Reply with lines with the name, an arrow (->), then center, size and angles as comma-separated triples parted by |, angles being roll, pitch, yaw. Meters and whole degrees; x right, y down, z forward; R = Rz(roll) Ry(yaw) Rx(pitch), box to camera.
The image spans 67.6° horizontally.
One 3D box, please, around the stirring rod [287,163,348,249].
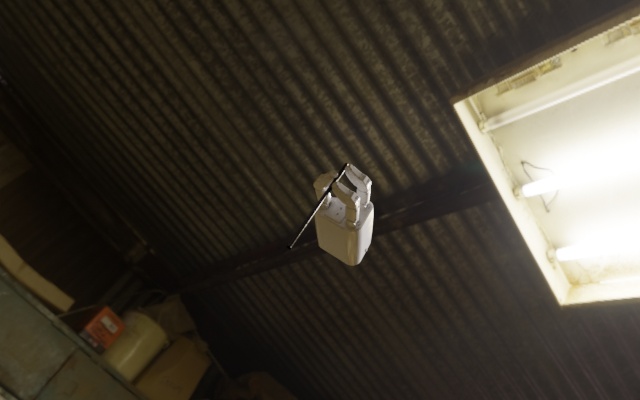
stirring rod -> 0.000, 0.003, 0.847 | 0.011, 0.011, 0.239 | 0, 37, 32
